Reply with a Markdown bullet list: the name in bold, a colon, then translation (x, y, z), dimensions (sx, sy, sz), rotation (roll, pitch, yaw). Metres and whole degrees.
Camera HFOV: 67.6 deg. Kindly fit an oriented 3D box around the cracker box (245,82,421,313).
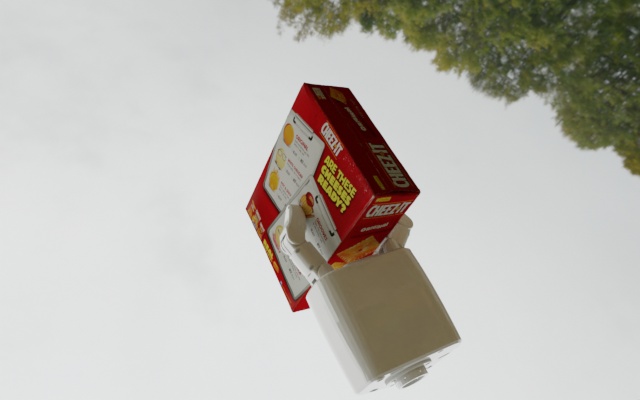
- **cracker box**: translation (0.000, 0.002, 0.551), dimensions (0.072, 0.164, 0.214), rotation (-5, -37, -35)
